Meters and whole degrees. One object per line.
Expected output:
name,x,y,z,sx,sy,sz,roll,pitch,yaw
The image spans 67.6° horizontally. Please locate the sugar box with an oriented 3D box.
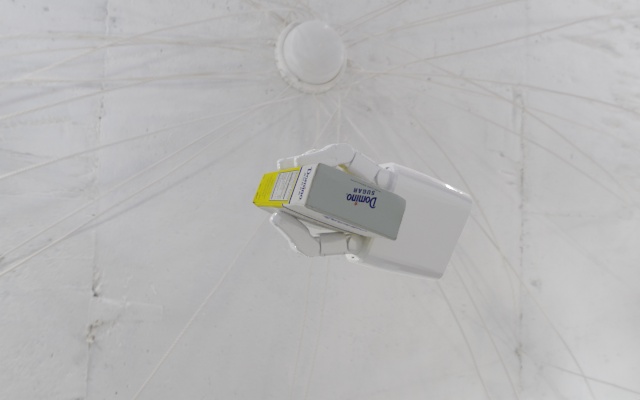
sugar box,0.000,0.001,0.480,0.093,0.048,0.176,21,-10,-21
